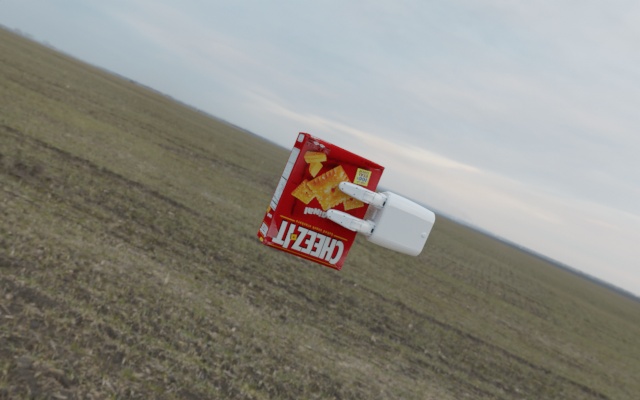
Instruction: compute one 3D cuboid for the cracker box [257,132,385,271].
[{"bbox_3d":[0.000,0.003,0.885,0.164,0.214,0.072,21,5,-18],"label":"cracker box"}]
